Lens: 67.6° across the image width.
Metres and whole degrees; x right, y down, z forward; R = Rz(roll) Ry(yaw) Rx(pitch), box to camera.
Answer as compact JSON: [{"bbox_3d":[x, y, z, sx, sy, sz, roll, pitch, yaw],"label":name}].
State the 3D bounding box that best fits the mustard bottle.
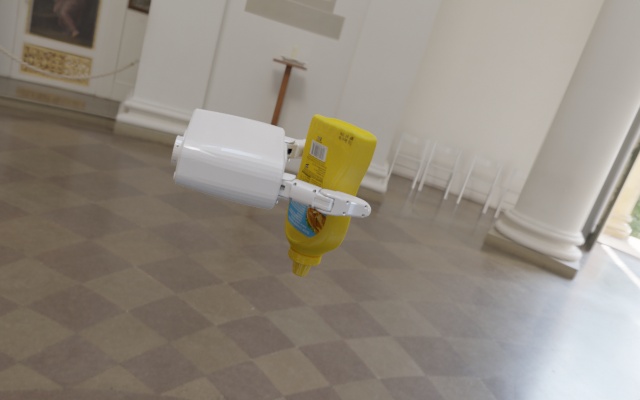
[{"bbox_3d":[0.000,0.002,0.565,0.058,0.192,0.096,6,19,-38],"label":"mustard bottle"}]
